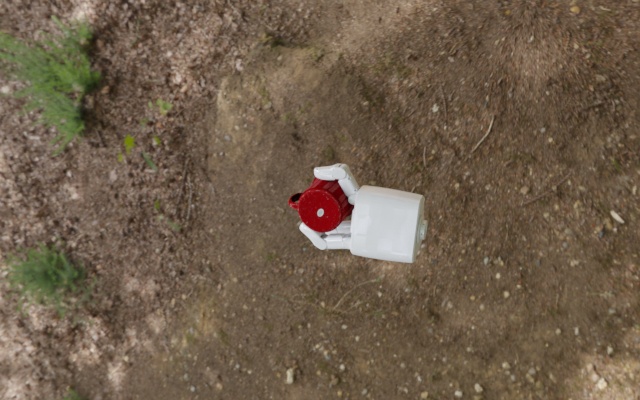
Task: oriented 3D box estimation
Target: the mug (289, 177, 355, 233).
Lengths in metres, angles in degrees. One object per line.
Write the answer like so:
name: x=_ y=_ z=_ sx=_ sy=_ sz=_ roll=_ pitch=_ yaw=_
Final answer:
mug: x=-0.001 y=0.003 z=0.829 sx=0.117 sy=0.093 sz=0.081 roll=7 pitch=24 yaw=19
